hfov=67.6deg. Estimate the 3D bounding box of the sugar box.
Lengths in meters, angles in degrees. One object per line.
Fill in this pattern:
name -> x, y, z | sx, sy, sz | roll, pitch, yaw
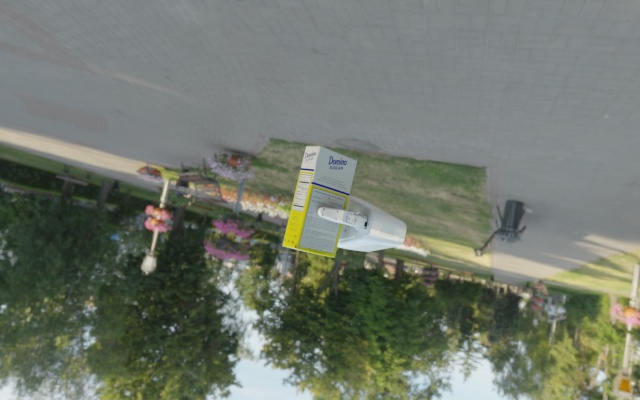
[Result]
sugar box -> 0.000, 0.003, 0.818 | 0.093, 0.176, 0.048 | 18, -8, -41
